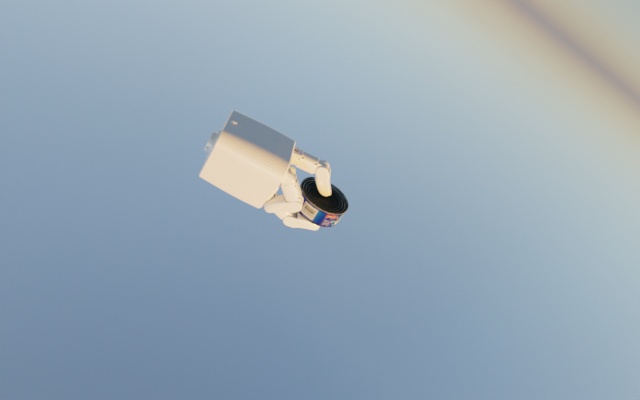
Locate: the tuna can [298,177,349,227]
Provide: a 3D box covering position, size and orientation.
[{"bbox_3d":[0.000,0.003,0.772,0.086,0.034,0.086,23,33,-16],"label":"tuna can"}]
